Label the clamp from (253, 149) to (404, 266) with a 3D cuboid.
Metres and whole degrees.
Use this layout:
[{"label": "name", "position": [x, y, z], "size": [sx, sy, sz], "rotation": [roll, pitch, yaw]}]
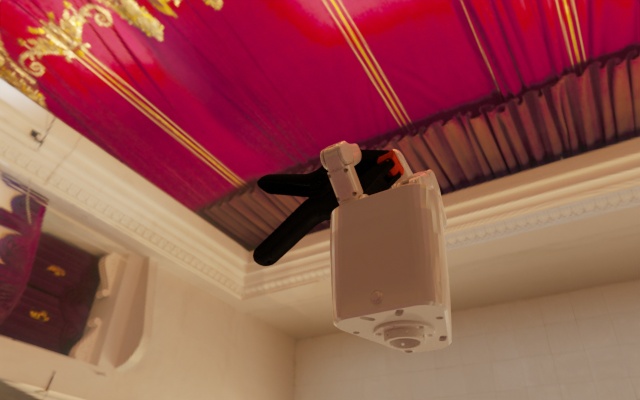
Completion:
[{"label": "clamp", "position": [0.001, 0.002, 0.483], "size": [0.171, 0.120, 0.039], "rotation": [-18, -39, 26]}]
